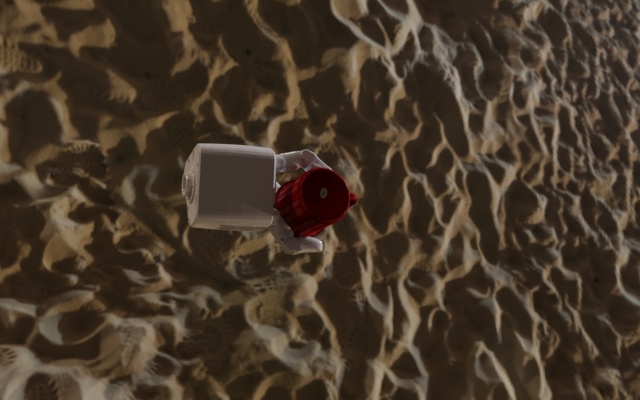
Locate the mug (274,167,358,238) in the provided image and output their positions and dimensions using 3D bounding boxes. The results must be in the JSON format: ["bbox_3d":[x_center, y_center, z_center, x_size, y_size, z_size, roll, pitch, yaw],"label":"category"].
[{"bbox_3d":[0.001,0.002,0.689,0.117,0.093,0.081,1,-16,-27],"label":"mug"}]
